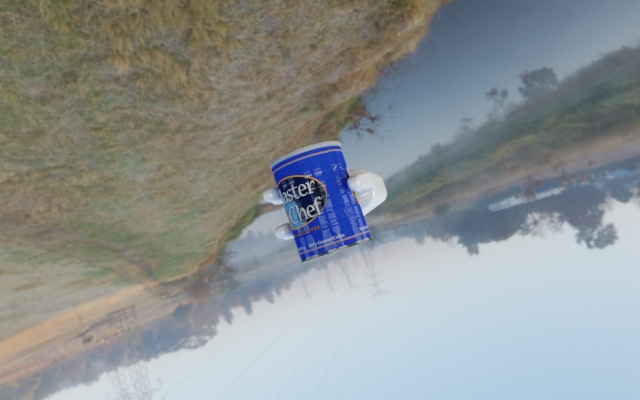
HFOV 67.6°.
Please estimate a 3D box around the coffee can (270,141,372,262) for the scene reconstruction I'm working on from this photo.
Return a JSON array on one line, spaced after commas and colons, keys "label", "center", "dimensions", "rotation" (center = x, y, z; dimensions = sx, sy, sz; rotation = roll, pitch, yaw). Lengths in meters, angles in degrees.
[{"label": "coffee can", "center": [0.000, 0.002, 0.653], "dimensions": [0.103, 0.140, 0.103], "rotation": [-18, -6, -2]}]
